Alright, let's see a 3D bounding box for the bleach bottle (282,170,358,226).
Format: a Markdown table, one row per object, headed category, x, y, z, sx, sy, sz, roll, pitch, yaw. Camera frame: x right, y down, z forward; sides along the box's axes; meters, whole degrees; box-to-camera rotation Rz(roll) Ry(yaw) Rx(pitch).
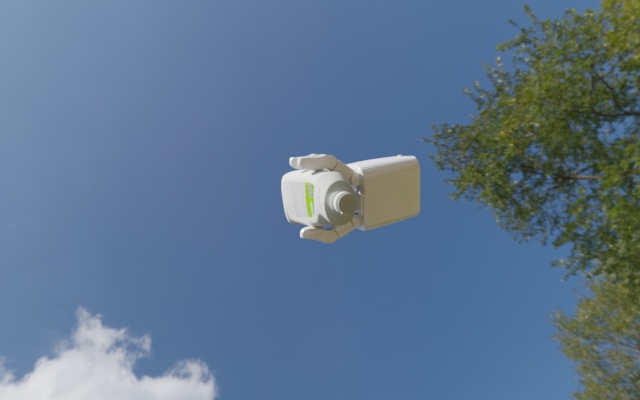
| category | x | y | z | sx | sy | sz | roll | pitch | yaw |
| --- | --- | --- | --- | --- | --- | --- | --- | --- | --- |
| bleach bottle | 0.000 | 0.002 | 0.758 | 0.068 | 0.102 | 0.251 | -12 | 9 | -17 |
